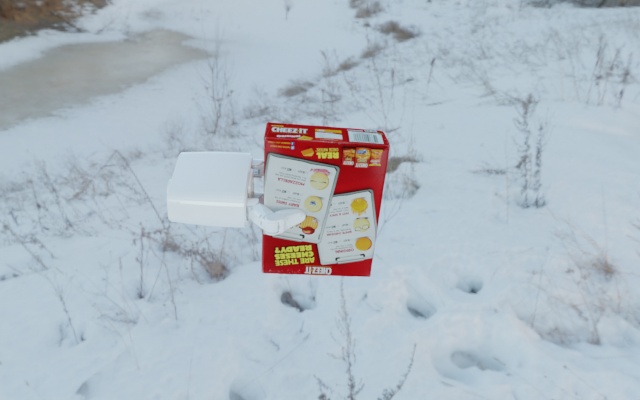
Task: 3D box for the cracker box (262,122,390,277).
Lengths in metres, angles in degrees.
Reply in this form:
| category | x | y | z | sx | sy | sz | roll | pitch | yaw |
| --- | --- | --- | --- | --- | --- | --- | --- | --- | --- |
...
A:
| category | x | y | z | sx | sy | sz | roll | pitch | yaw |
| --- | --- | --- | --- | --- | --- | --- | --- | --- | --- |
| cracker box | 0.000 | 0.002 | 0.681 | 0.164 | 0.214 | 0.072 | 3 | 29 | -3 |
